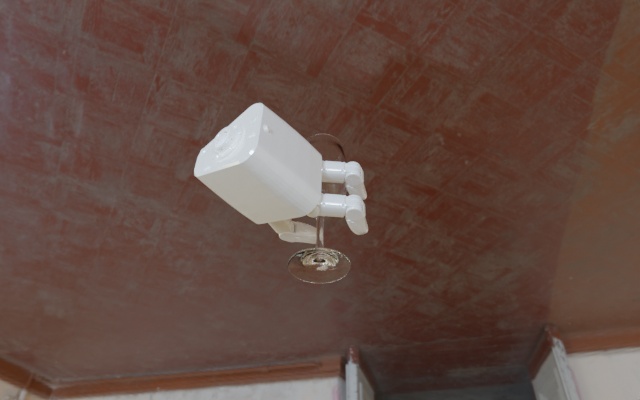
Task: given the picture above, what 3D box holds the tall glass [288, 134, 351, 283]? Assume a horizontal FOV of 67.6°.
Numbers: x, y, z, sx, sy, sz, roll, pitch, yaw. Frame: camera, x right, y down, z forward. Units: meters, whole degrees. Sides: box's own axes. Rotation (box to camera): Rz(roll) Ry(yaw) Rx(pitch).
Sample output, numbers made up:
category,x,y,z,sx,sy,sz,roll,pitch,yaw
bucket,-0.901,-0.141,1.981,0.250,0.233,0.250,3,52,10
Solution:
category,x,y,z,sx,sy,sz,roll,pitch,yaw
tall glass,0.000,0.003,0.624,0.079,0.200,0.079,1,-41,1
